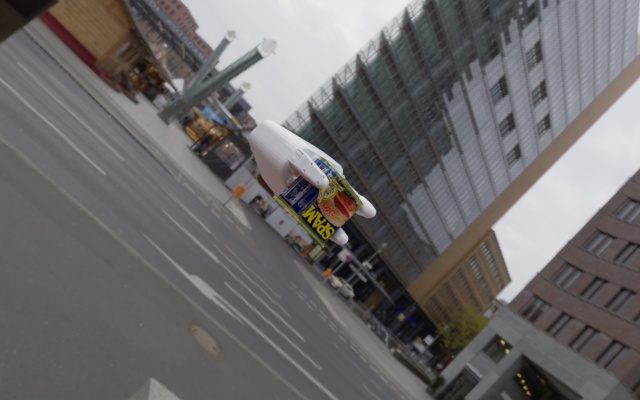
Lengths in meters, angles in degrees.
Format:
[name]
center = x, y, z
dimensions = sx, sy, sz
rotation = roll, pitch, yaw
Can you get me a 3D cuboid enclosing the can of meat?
[can of meat]
center = 0.000, 0.002, 0.647
dimensions = 0.057, 0.084, 0.102
rotation = 42, -6, 44
